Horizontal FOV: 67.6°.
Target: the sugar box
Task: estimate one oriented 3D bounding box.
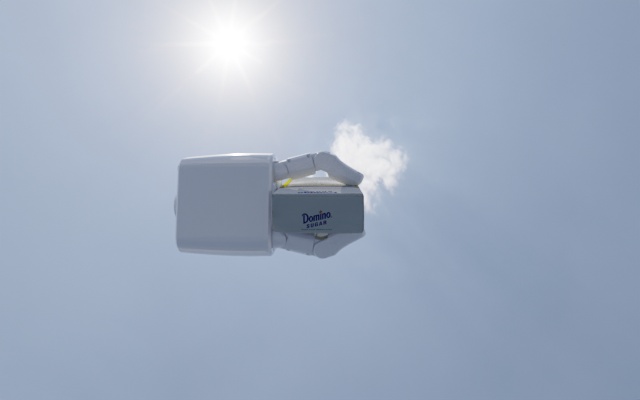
[{"bbox_3d":[0.000,0.002,0.550,0.093,0.048,0.176,0,10,3],"label":"sugar box"}]
